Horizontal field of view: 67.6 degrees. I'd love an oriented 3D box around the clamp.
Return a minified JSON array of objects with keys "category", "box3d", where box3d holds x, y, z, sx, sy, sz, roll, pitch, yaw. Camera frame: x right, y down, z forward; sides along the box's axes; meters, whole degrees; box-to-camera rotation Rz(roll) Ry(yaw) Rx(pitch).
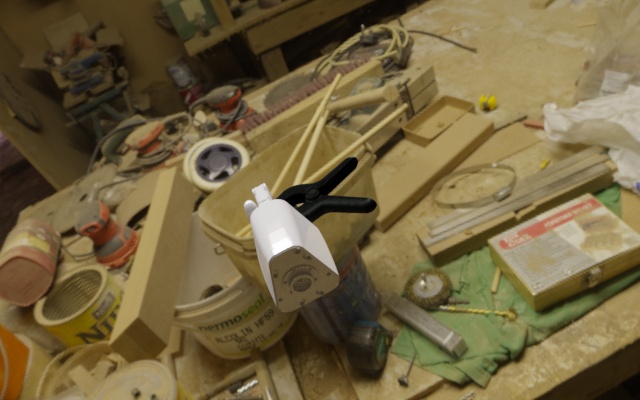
[{"category":"clamp","box3d":[0.000,0.002,0.725,0.171,0.039,0.120,-28,37,-2]}]
